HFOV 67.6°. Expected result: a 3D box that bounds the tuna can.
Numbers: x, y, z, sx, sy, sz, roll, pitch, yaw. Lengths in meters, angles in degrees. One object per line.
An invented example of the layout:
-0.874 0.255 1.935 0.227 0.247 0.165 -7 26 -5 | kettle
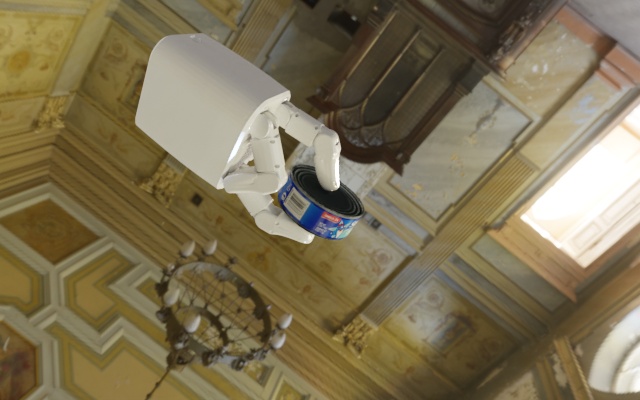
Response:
0.000 0.002 0.488 0.086 0.034 0.086 28 23 -13 | tuna can
